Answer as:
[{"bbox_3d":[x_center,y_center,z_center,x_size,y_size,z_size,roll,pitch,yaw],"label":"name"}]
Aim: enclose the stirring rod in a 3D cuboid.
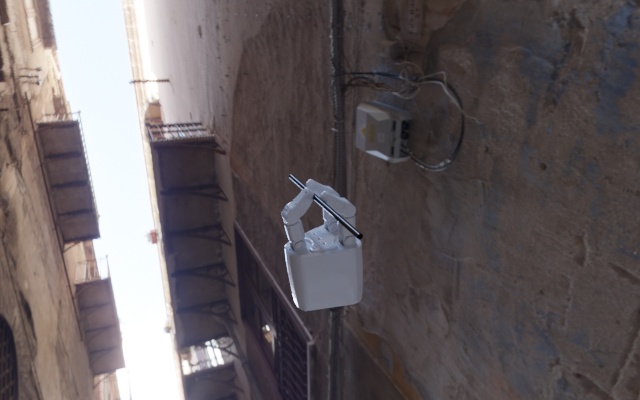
[{"bbox_3d":[0.000,0.002,0.684,0.011,0.011,0.239,0,20,-25],"label":"stirring rod"}]
